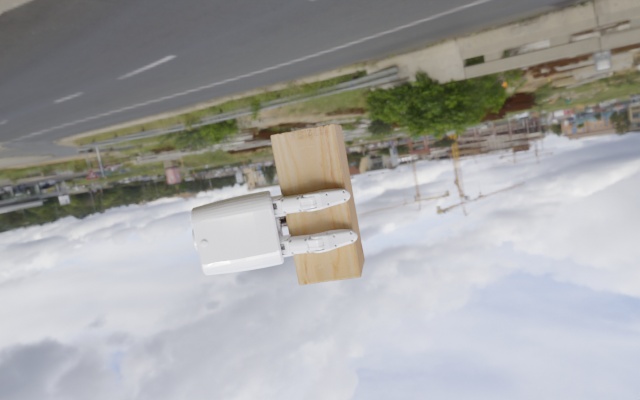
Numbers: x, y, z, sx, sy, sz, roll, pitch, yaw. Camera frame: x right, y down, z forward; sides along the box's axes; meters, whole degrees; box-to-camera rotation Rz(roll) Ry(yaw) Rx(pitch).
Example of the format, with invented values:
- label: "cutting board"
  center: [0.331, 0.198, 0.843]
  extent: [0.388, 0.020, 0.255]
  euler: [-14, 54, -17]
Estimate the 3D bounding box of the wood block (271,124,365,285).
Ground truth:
- label: "wood block"
  center: [0.000, 0.002, 0.674]
  extent: [0.090, 0.206, 0.091]
  euler: [-9, 7, 9]
